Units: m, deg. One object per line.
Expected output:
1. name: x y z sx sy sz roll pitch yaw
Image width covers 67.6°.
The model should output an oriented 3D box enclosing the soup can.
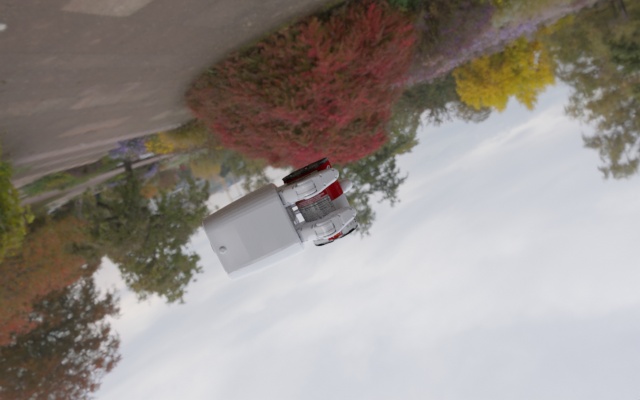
1. soup can: 0.001 0.002 0.643 0.068 0.102 0.068 -25 8 4
